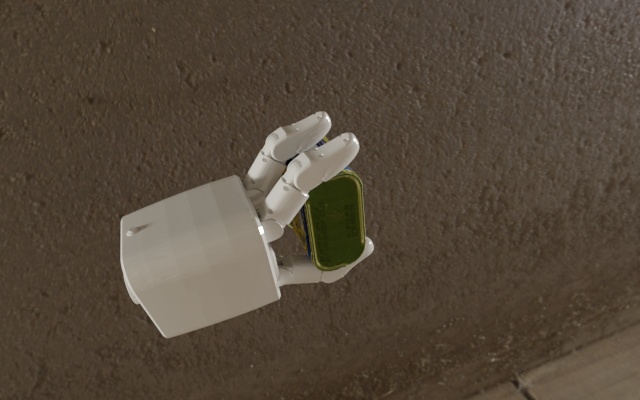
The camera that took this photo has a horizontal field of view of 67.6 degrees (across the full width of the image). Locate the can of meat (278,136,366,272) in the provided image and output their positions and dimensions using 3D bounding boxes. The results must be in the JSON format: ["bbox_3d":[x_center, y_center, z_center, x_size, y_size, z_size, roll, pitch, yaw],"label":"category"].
[{"bbox_3d":[0.000,0.002,0.435,0.057,0.102,0.084,-16,32,-13],"label":"can of meat"}]
